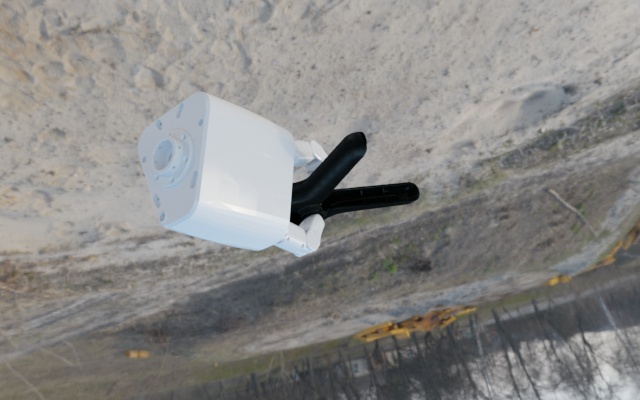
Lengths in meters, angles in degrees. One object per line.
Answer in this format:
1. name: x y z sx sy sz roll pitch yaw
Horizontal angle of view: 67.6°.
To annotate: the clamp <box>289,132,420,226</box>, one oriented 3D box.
1. clamp: 0.000 0.003 0.533 0.210 0.036 0.164 -25 -29 29
